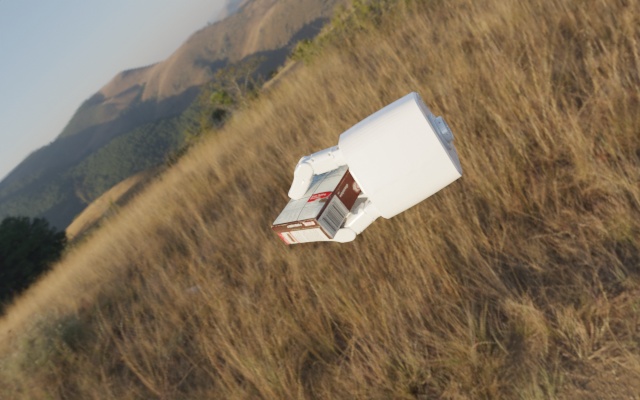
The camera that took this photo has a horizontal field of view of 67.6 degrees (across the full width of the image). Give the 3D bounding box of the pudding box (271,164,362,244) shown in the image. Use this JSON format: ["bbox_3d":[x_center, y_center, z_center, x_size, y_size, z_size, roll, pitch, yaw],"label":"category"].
[{"bbox_3d":[0.000,0.002,0.616,0.090,0.039,0.113,-12,34,47],"label":"pudding box"}]
